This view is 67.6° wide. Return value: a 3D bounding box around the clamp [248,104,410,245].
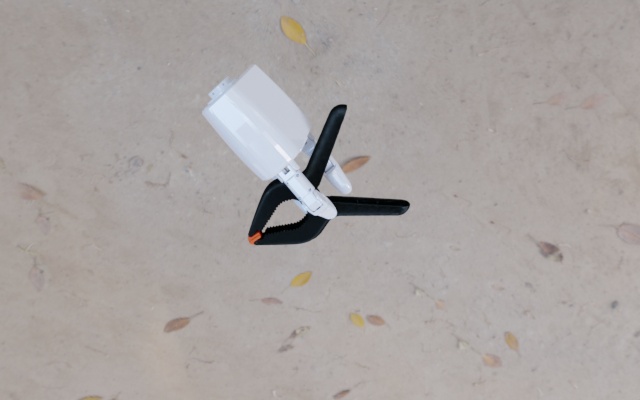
[{"bbox_3d":[0.000,0.002,0.618,0.210,0.164,0.036,-39,15,13],"label":"clamp"}]
